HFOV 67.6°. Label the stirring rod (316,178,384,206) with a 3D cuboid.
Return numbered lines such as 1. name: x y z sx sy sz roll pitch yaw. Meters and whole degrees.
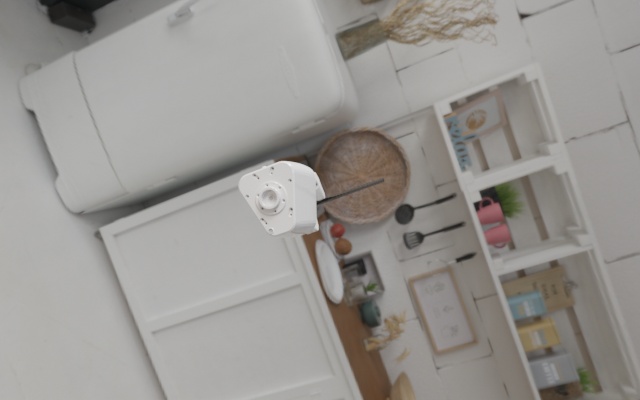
1. stirring rod: 0.000 0.003 0.865 0.239 0.011 0.011 -20 -5 13
